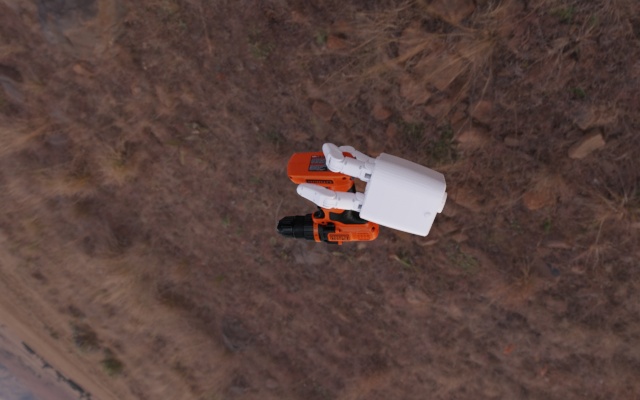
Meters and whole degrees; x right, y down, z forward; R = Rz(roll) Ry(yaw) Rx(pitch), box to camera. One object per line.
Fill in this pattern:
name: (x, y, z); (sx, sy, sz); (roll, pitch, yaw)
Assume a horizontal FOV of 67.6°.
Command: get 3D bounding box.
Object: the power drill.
power drill: (0.000, 0.002, 0.802); (0.184, 0.057, 0.188); (-2, -40, 11)
